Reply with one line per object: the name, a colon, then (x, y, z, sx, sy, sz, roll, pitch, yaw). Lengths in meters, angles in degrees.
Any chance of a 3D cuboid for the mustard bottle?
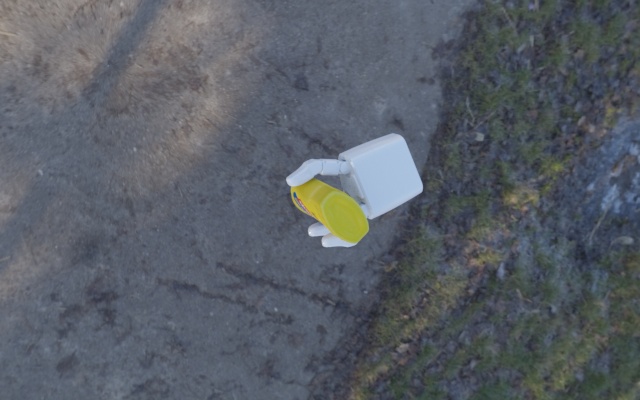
mustard bottle: (0.000, 0.003, 0.776, 0.096, 0.058, 0.191, 46, -6, -27)
